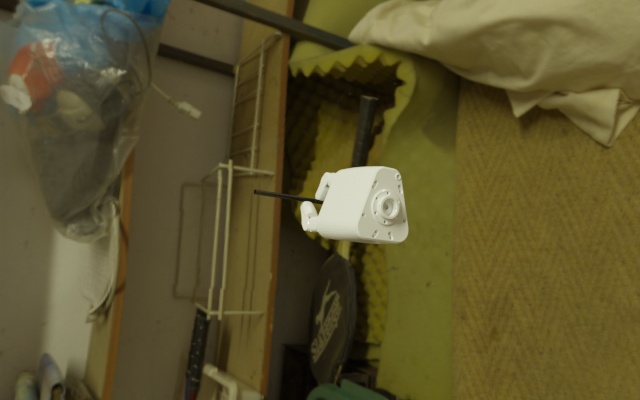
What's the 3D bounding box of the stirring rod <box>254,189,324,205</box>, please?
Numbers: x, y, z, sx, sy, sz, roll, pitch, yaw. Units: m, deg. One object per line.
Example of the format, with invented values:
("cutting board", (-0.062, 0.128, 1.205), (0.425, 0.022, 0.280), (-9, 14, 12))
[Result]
("stirring rod", (0.000, 0.003, 0.814), (0.239, 0.011, 0.011), (9, -4, -29))
